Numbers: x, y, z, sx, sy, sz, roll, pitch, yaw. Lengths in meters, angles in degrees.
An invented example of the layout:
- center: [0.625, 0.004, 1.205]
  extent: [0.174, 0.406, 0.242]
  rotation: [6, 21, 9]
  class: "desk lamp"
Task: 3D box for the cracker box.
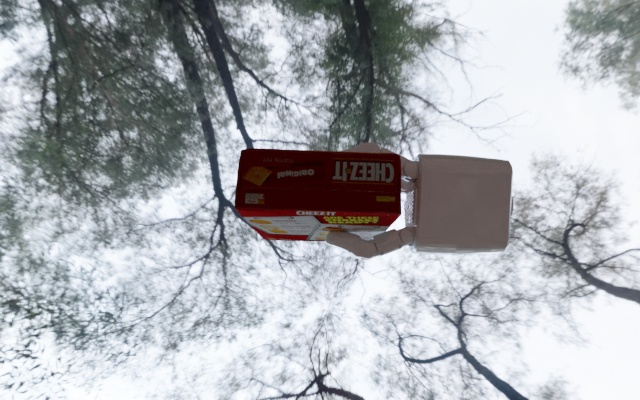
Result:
- center: [0.000, 0.002, 0.569]
  extent: [0.164, 0.072, 0.214]
  rotation: [1, -13, 1]
  class: "cracker box"
